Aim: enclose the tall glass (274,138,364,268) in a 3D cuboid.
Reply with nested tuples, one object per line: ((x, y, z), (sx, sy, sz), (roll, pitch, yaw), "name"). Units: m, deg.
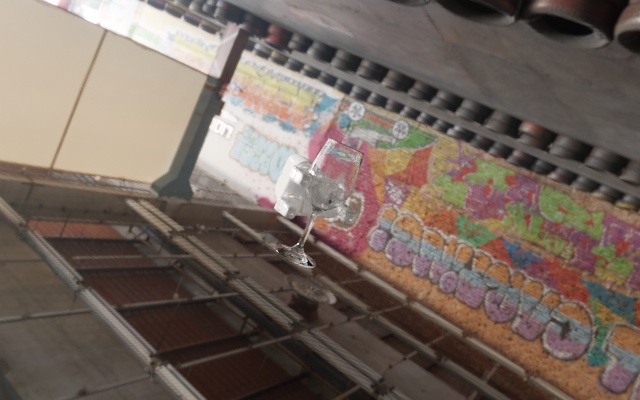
((0.000, 0.003, 0.769), (0.079, 0.201, 0.079), (25, 8, -4), "tall glass")
